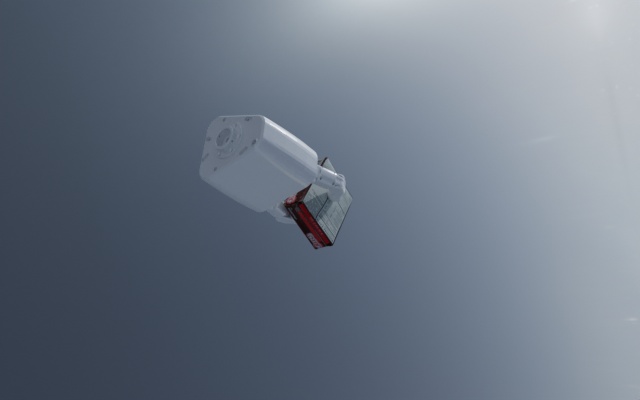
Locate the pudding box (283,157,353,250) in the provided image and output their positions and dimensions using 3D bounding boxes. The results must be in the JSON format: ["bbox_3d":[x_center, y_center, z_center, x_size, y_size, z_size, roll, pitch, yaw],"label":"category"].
[{"bbox_3d":[0.000,0.002,0.713,0.039,0.090,0.113,-13,33,35],"label":"pudding box"}]
